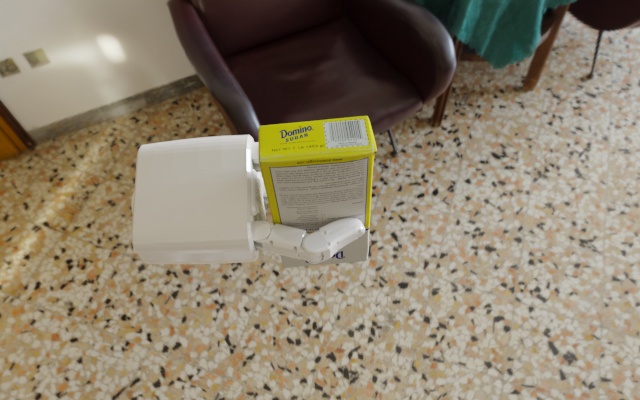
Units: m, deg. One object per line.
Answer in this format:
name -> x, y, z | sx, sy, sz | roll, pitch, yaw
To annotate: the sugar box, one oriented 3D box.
sugar box -> 0.000, 0.001, 0.447 | 0.093, 0.048, 0.176 | -5, -34, -1
